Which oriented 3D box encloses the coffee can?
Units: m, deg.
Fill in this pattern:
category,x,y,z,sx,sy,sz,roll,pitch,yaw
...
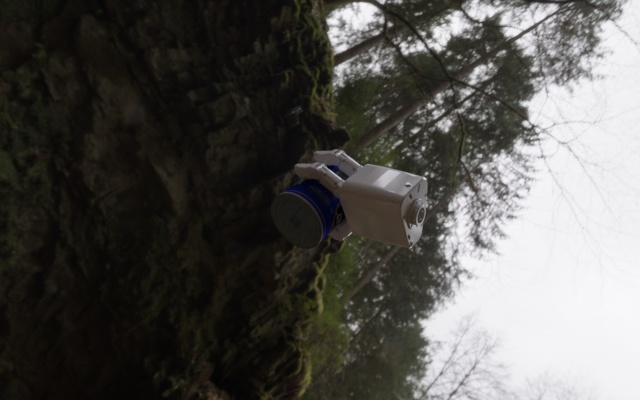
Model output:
category,x,y,z,sx,sy,sz,roll,pitch,yaw
coffee can,0.000,0.003,0.810,0.103,0.103,0.140,0,27,41
